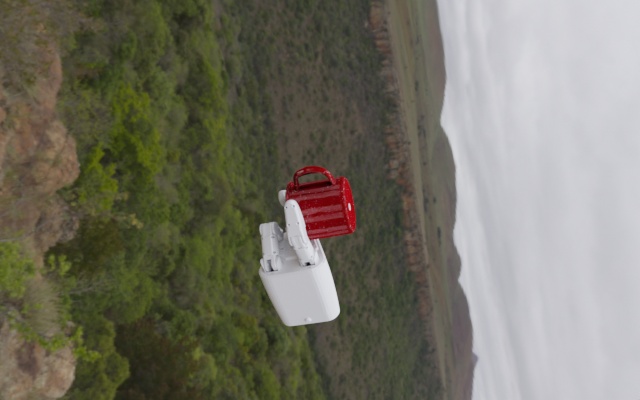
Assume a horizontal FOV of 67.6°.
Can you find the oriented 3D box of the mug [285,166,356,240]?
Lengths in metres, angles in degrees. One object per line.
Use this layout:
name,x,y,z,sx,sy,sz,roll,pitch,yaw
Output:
mug,0.000,0.001,0.670,0.081,0.117,0.093,-9,31,12
